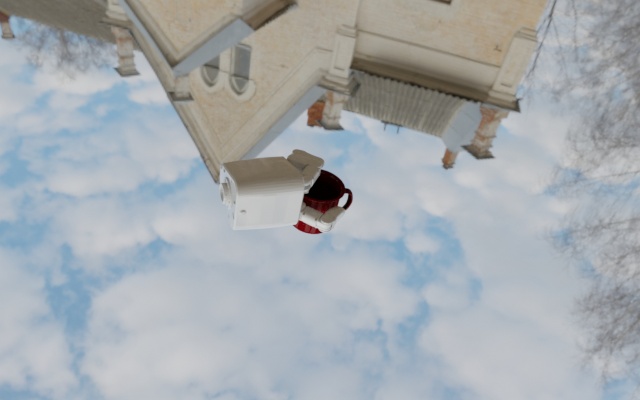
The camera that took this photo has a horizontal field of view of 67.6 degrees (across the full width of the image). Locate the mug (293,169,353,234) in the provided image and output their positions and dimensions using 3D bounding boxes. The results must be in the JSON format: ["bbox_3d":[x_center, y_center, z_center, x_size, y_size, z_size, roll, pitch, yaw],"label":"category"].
[{"bbox_3d":[0.001,0.003,0.830,0.117,0.082,0.093,-4,42,-22],"label":"mug"}]
